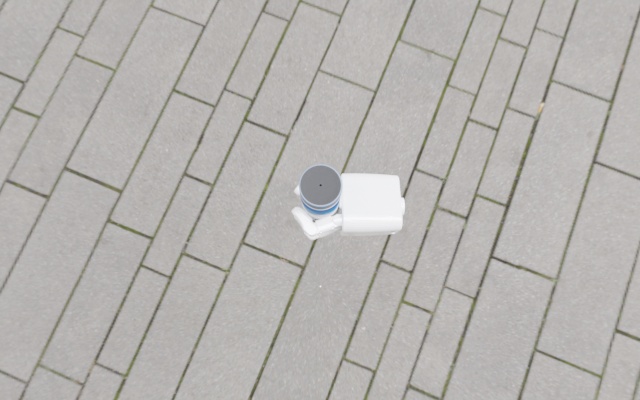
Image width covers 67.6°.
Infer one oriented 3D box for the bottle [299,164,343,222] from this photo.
[{"bbox_3d":[0.000,0.003,0.863,0.069,0.069,0.296,0,-10,0],"label":"bottle"}]
